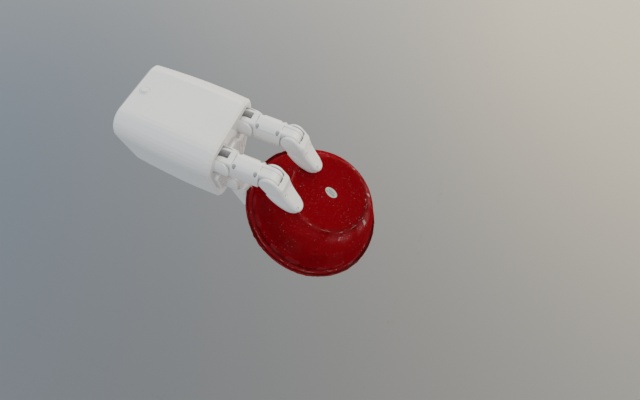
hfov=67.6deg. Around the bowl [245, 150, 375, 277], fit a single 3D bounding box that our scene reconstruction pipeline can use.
[{"bbox_3d":[0.001,0.002,0.543,0.162,0.162,0.055,0,-22,-23],"label":"bowl"}]
